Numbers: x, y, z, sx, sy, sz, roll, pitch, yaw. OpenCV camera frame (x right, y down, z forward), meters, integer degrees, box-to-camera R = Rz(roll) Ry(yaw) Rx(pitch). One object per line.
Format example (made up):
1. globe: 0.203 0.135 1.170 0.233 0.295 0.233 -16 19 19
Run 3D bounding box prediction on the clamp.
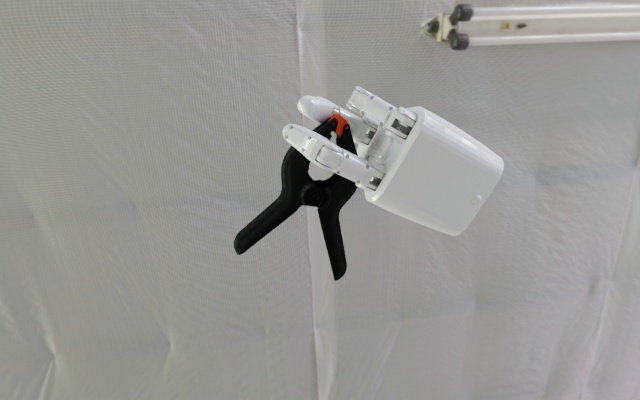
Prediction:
1. clamp: 0.000 0.001 0.482 0.120 0.171 0.039 24 15 -20
